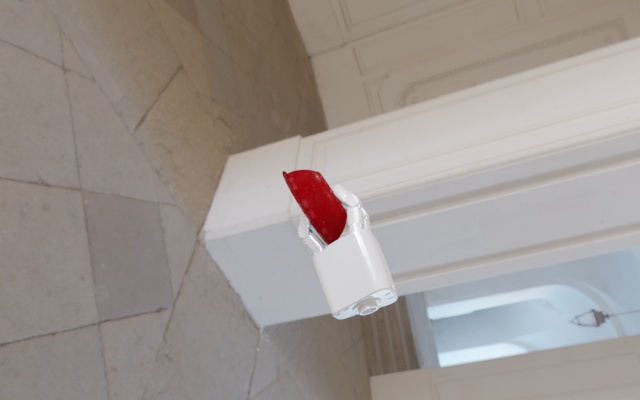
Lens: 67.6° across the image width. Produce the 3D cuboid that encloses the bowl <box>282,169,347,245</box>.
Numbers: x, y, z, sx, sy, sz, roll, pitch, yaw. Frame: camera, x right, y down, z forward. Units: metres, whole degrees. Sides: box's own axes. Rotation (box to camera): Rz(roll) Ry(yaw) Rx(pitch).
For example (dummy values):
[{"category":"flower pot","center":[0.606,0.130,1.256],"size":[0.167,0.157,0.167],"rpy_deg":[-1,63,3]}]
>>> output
[{"category":"bowl","center":[0.000,0.001,0.828],"size":[0.055,0.162,0.162],"rpy_deg":[-34,-2,3]}]
